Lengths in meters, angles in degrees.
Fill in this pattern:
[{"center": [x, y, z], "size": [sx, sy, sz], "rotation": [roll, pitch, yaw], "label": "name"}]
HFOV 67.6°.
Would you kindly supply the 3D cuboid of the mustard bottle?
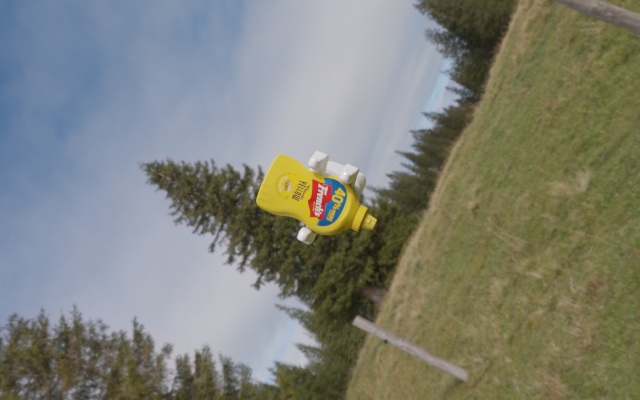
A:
[{"center": [0.000, 0.002, 0.774], "size": [0.191, 0.096, 0.058], "rotation": [23, -9, 9], "label": "mustard bottle"}]
